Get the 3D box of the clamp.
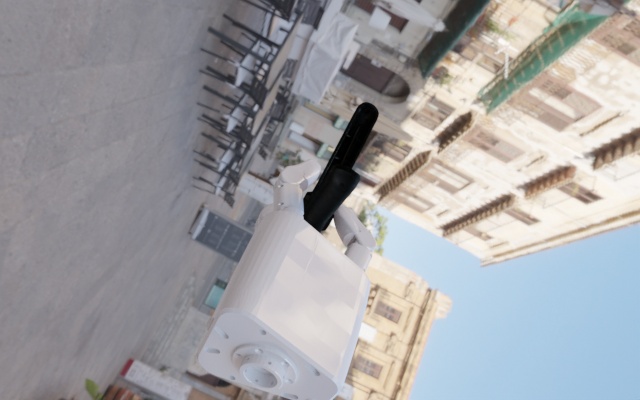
[{"bbox_3d":[0.001,0.003,0.496,0.036,0.210,0.164,29,39,-3],"label":"clamp"}]
